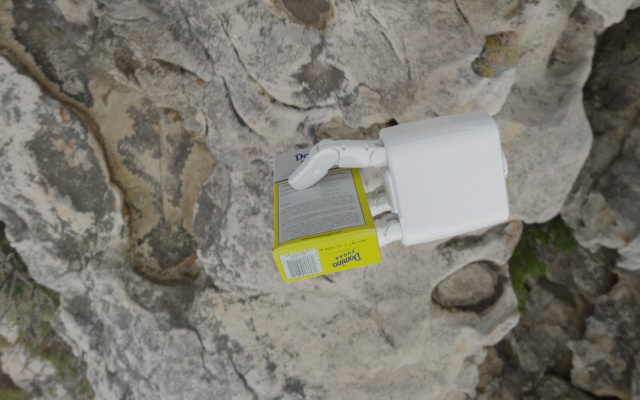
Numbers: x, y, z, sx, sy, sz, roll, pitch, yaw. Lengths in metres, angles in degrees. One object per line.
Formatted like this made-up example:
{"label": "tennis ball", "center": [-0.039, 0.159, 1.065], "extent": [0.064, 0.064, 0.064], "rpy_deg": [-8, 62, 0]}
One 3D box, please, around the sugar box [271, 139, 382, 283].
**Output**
{"label": "sugar box", "center": [0.000, 0.002, 0.488], "extent": [0.093, 0.048, 0.176], "rpy_deg": [-12, 31, 4]}
